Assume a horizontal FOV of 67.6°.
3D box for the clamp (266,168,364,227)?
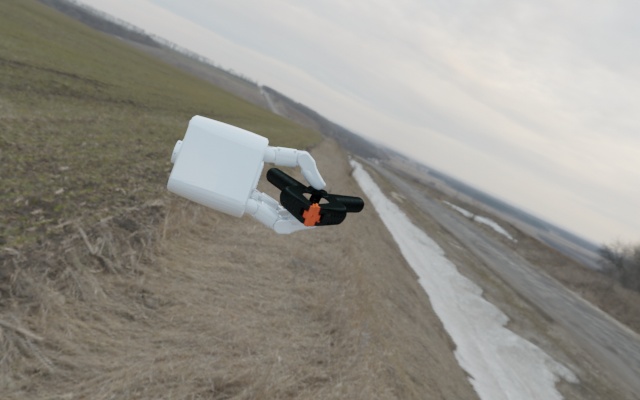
[{"bbox_3d":[0.000,0.002,0.688,0.164,0.036,0.210,17,11,-9],"label":"clamp"}]
